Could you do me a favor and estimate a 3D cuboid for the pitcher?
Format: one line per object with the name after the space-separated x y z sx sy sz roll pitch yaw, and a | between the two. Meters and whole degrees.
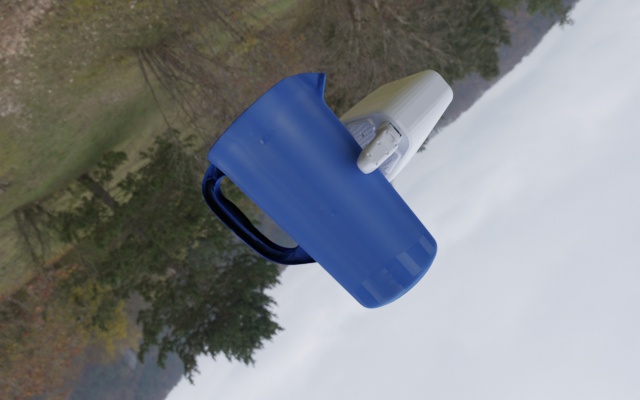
0.000 0.002 0.511 0.145 0.243 0.149 -45 6 -32 | pitcher
